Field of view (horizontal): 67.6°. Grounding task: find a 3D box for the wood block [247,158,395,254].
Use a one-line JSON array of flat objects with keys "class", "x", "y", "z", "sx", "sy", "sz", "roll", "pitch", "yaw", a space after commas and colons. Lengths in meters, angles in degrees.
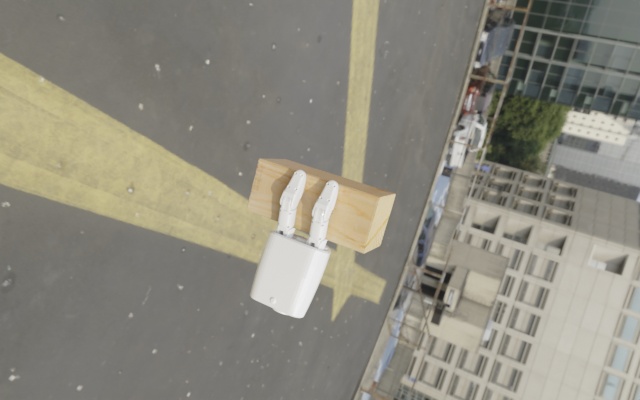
[{"class": "wood block", "x": 0.000, "y": 0.003, "z": 0.760, "sx": 0.206, "sy": 0.090, "sz": 0.091, "roll": 19, "pitch": 11, "yaw": 21}]
